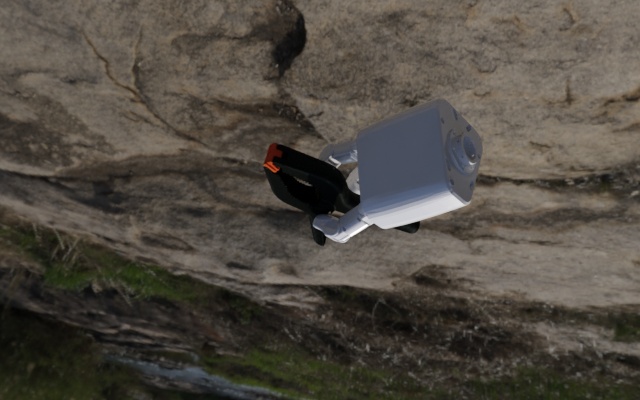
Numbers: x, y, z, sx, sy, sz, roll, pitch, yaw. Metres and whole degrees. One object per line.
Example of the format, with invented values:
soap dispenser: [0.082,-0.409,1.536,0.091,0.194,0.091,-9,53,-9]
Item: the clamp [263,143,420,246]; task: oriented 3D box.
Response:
clamp: [0.000,0.002,0.597,0.164,0.036,0.210,-19,-42,42]
